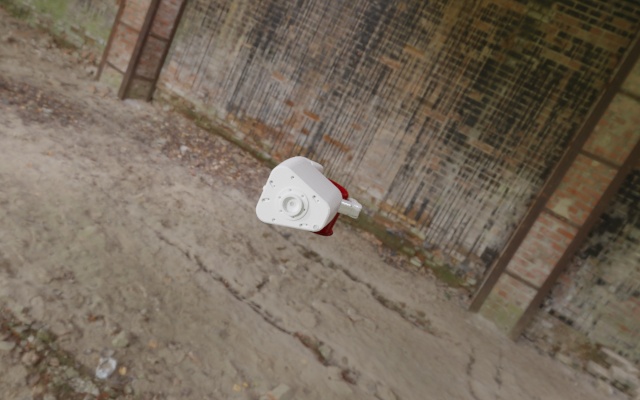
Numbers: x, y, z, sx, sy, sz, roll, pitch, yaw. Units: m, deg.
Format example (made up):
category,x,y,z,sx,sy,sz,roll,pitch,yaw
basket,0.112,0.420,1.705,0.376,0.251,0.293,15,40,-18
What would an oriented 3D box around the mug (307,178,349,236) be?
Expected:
category,x,y,z,sx,sy,sz,roll,pitch,yaw
mug,0.001,0.002,0.863,0.093,0.081,0.117,28,15,4
